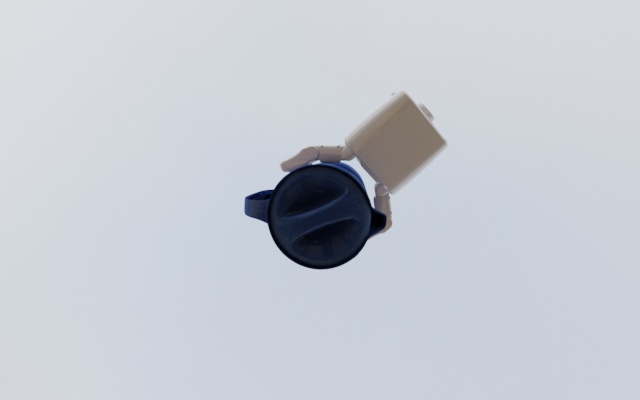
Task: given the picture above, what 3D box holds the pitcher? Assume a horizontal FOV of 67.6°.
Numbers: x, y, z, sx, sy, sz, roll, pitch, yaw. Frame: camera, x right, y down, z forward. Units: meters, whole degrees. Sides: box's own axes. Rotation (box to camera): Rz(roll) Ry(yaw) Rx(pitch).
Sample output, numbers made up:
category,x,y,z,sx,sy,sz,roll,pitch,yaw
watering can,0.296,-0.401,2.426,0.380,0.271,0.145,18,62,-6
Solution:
category,x,y,z,sx,sy,sz,roll,pitch,yaw
pitcher,0.000,0.002,0.702,0.145,0.149,0.243,-41,3,10
